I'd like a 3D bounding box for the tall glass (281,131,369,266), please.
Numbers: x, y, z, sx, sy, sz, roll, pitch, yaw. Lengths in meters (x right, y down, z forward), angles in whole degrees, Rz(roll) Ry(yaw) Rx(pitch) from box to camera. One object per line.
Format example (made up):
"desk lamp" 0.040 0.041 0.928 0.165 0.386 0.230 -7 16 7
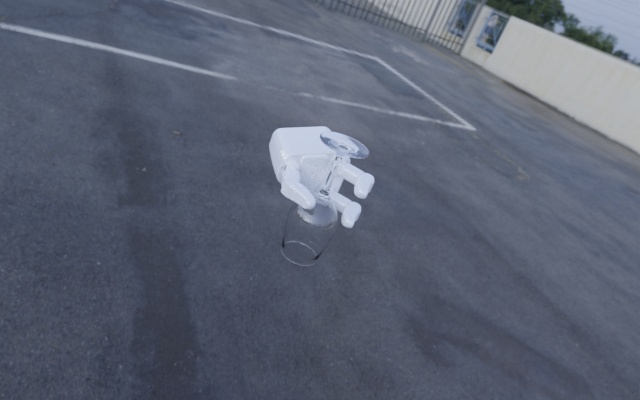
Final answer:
"tall glass" 0.000 0.002 0.716 0.079 0.201 0.079 18 27 -9
